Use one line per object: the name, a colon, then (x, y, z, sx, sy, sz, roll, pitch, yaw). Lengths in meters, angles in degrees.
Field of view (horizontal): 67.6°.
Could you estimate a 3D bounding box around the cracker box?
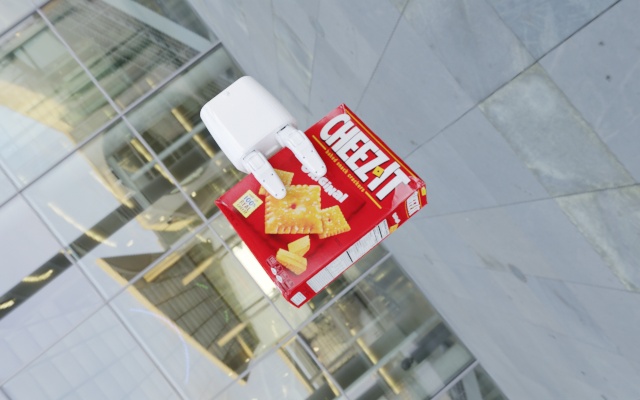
cracker box: (0.000, 0.002, 0.604, 0.213, 0.164, 0.072, -38, -26, -5)
